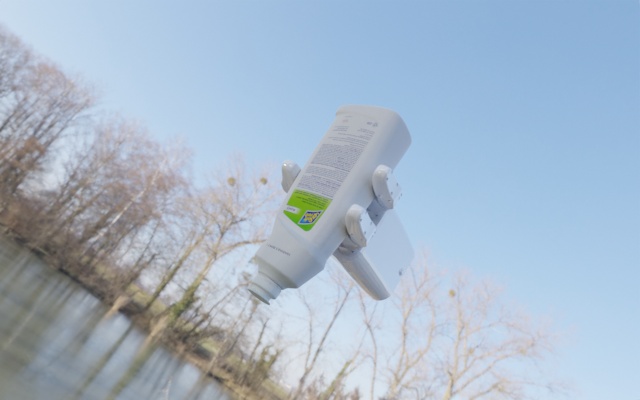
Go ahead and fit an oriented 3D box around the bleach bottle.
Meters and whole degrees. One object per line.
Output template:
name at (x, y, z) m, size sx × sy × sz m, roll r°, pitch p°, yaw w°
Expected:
bleach bottle at (0.000, 0.002, 0.534) m, size 0.102 × 0.250 × 0.068 m, roll 15°, pitch -29°, yaw 44°
